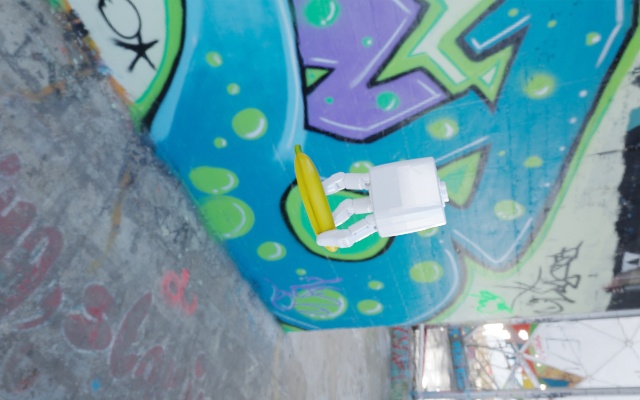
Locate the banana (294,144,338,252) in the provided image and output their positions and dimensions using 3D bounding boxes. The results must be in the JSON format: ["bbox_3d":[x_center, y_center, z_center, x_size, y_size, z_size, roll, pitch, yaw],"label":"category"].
[{"bbox_3d":[-0.003,0.006,0.780,0.037,0.198,0.069,-14,17,13],"label":"banana"}]
